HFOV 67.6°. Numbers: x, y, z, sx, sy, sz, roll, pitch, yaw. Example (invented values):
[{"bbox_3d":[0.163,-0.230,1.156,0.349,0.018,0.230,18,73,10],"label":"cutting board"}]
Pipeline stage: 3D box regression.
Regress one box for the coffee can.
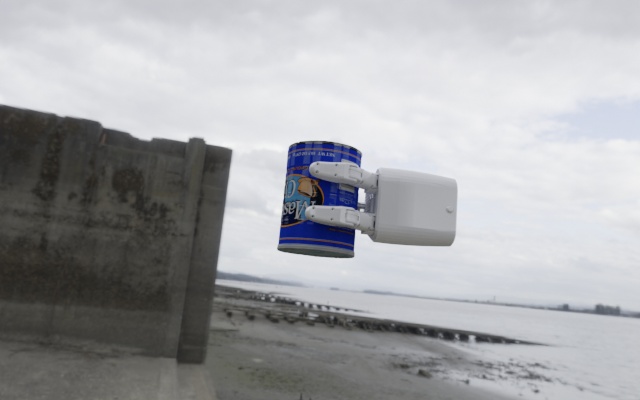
[{"bbox_3d":[0.000,0.002,0.640,0.103,0.140,0.103,5,-11,1],"label":"coffee can"}]
